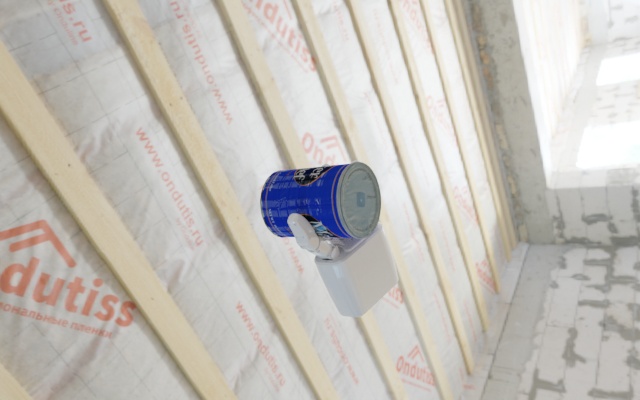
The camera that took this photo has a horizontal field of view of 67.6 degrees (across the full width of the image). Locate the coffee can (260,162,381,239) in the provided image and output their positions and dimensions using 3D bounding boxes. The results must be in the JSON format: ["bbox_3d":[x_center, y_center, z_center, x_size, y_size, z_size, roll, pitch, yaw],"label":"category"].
[{"bbox_3d":[0.000,0.002,0.677,0.140,0.103,0.103,-3,-2,37],"label":"coffee can"}]
